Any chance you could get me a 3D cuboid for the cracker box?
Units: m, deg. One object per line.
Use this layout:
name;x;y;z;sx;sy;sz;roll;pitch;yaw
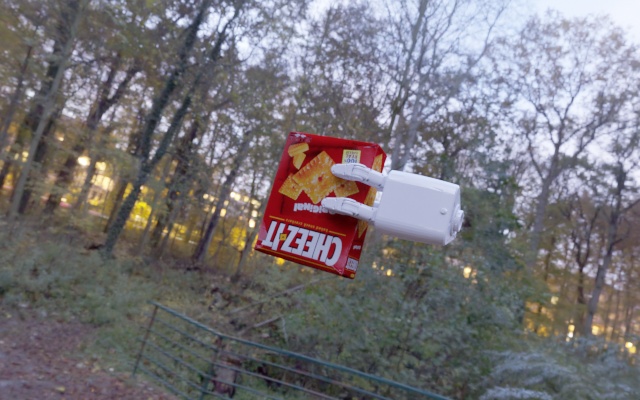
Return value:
cracker box;0.000;0.002;0.784;0.164;0.213;0.072;13;-9;24
